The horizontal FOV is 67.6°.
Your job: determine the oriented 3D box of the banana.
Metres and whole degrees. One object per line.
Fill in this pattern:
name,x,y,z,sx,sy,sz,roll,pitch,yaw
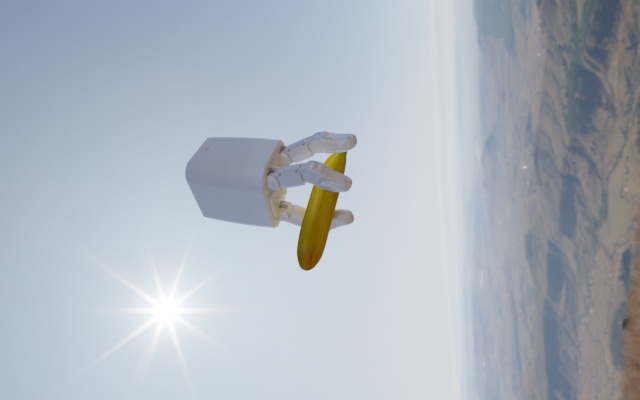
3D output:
banana,0.000,0.009,0.600,0.037,0.197,0.070,13,-32,4
